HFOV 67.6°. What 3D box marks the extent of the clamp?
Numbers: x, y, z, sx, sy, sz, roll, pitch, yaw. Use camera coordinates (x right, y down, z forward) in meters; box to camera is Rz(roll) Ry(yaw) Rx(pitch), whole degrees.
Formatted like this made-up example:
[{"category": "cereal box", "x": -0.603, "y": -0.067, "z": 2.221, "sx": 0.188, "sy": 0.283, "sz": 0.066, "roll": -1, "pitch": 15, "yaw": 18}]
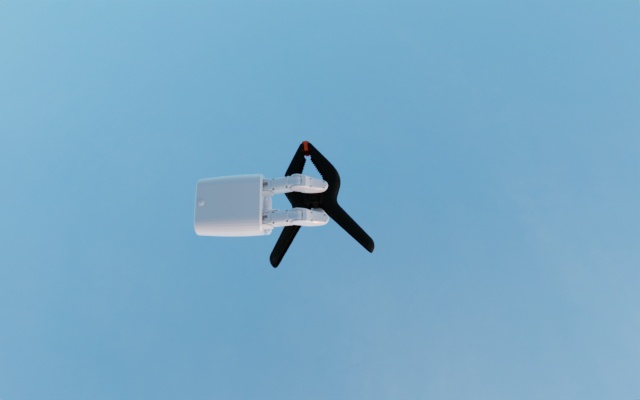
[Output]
[{"category": "clamp", "x": 0.000, "y": 0.002, "z": 0.773, "sx": 0.164, "sy": 0.210, "sz": 0.036, "roll": -2, "pitch": -19, "yaw": 2}]
